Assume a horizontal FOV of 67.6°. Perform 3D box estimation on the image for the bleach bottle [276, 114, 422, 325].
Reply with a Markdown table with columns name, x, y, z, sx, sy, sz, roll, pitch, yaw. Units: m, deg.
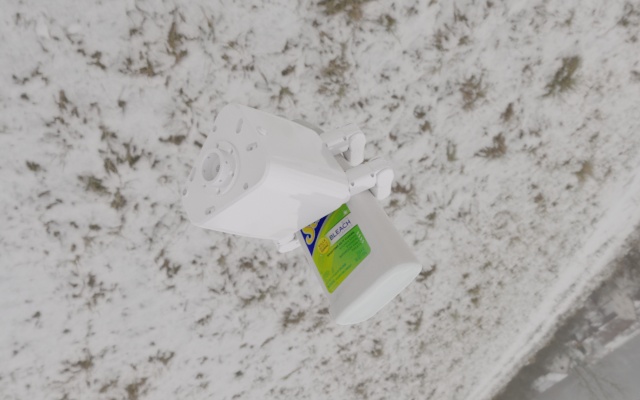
| name | x | y | z | sx | sy | sz | roll | pitch | yaw |
| --- | --- | --- | --- | --- | --- | --- | --- | --- | --- |
| bleach bottle | 0.000 | 0.002 | 0.523 | 0.068 | 0.250 | 0.102 | 12 | -53 | -50 |
